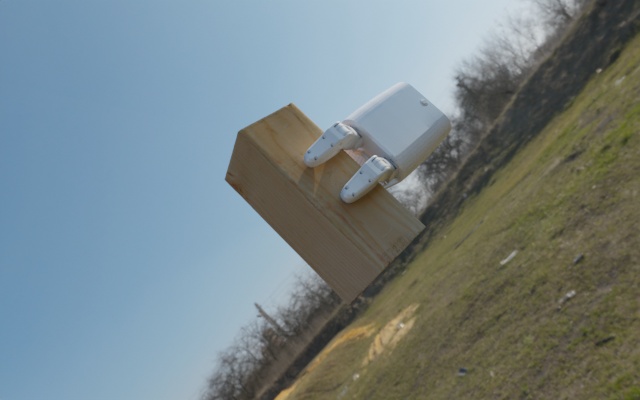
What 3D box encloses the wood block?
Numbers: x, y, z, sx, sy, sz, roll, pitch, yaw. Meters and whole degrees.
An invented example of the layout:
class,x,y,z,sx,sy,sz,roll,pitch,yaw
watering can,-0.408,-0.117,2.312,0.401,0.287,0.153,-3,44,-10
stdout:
class,x,y,z,sx,sy,sz,roll,pitch,yaw
wood block,0.000,0.002,0.537,0.090,0.206,0.091,-37,-14,-37
